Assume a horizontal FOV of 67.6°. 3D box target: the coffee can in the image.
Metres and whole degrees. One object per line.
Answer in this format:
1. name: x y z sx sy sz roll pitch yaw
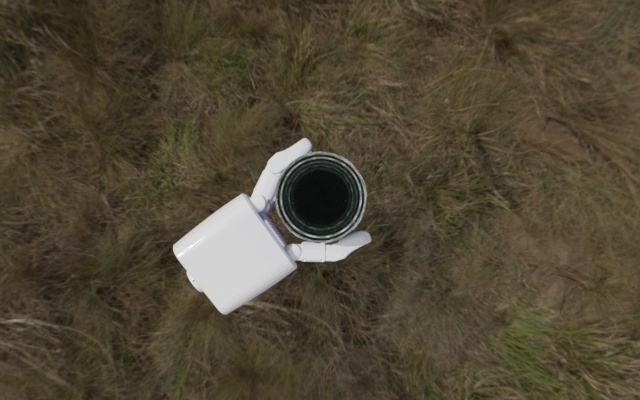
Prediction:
1. coffee can: 0.000 0.002 0.596 0.103 0.103 0.140 0 -5 0
